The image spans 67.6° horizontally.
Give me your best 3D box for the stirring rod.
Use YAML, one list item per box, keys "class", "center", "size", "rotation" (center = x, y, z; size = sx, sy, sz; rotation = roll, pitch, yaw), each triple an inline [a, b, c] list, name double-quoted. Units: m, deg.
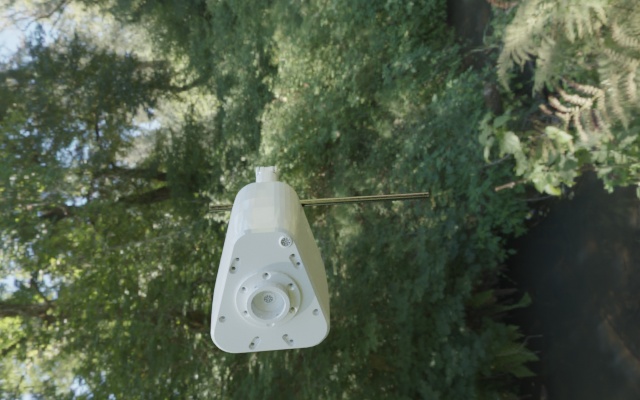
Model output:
- class: "stirring rod"
  center: [0.000, 0.002, 0.525]
  size: [0.239, 0.011, 0.011]
  rotation: [-3, 0, -4]
